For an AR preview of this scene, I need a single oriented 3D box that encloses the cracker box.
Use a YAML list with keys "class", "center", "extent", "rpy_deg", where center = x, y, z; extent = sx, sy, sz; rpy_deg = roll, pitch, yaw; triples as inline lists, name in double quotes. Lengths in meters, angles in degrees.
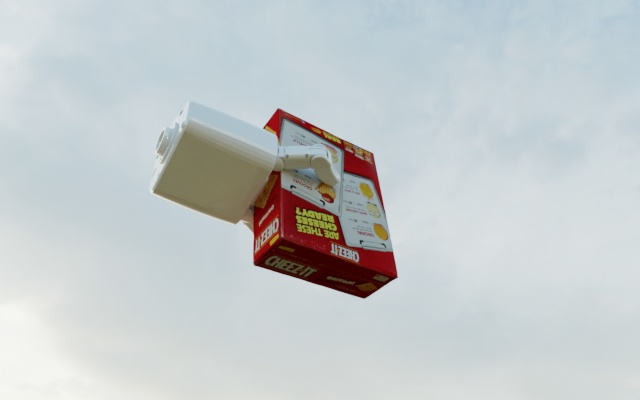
- class: "cracker box"
  center: [0.000, 0.002, 0.608]
  extent: [0.164, 0.213, 0.072]
  rpy_deg: [22, -47, -28]
